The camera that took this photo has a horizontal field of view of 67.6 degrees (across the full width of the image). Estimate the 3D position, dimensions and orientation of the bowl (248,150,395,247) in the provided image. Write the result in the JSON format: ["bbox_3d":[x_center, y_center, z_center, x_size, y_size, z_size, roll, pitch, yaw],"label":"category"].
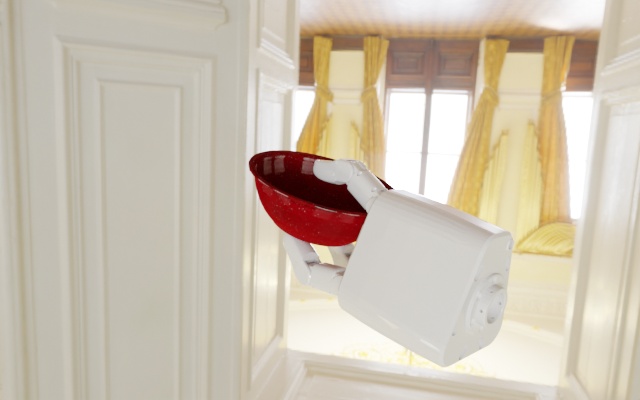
[{"bbox_3d":[-0.001,0.001,0.494,0.162,0.055,0.162,14,21,-6],"label":"bowl"}]
